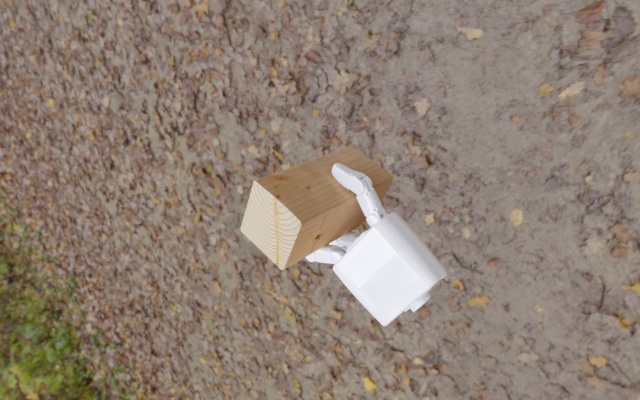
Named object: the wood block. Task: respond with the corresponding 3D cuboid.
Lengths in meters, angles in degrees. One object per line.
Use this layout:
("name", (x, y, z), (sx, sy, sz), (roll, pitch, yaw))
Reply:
("wood block", (0.000, 0.002, 0.679), (0.090, 0.091, 0.206), (40, 40, 23))
